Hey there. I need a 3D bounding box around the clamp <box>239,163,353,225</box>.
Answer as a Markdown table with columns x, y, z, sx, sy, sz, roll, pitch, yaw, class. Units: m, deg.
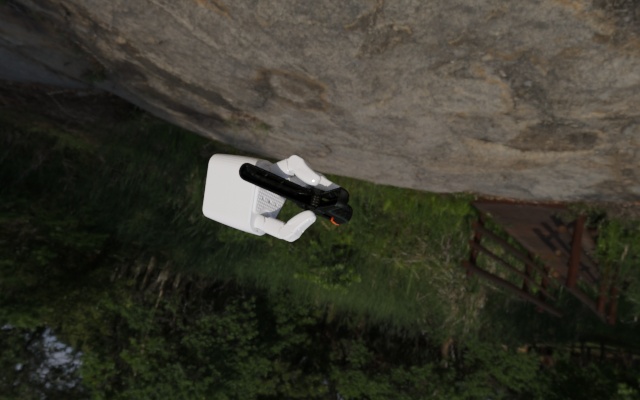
| x | y | z | sx | sy | sz | roll | pitch | yaw | class |
| --- | --- | --- | --- | --- | --- | --- | --- | --- | --- |
| 0.000 | 0.003 | 0.698 | 0.164 | 0.036 | 0.210 | 16 | -9 | 32 | clamp |
